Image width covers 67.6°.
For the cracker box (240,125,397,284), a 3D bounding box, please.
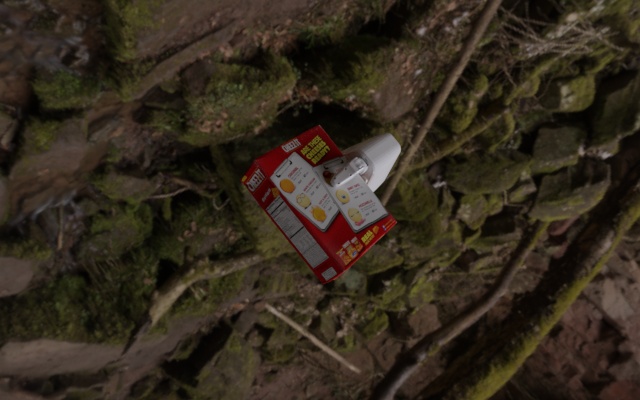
[{"bbox_3d":[0.000,0.003,0.772,0.164,0.213,0.072,-36,-5,-43],"label":"cracker box"}]
